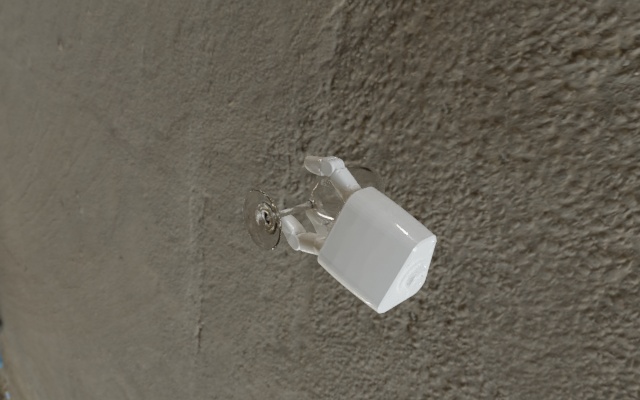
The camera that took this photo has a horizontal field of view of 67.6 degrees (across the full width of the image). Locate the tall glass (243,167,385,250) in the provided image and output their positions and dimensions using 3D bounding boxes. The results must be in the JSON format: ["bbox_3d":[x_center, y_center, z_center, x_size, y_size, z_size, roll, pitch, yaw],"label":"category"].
[{"bbox_3d":[0.000,0.002,0.637,0.201,0.079,0.079,-17,12,-42],"label":"tall glass"}]
